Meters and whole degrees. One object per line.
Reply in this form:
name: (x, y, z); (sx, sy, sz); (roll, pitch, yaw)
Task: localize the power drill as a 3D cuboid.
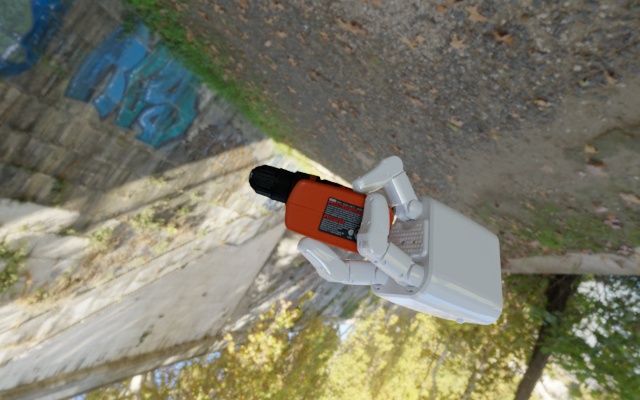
power drill: (0.000, 0.002, 0.546); (0.184, 0.057, 0.187); (16, 7, -4)
